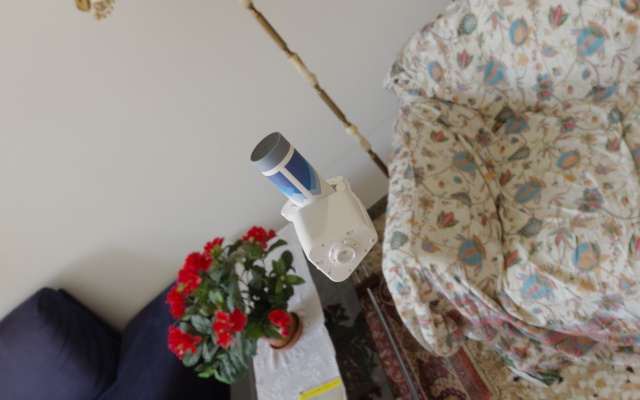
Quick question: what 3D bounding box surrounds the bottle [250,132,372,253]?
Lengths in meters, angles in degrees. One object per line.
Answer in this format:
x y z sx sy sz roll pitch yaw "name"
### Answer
0.000 0.003 0.843 0.069 0.069 0.296 0 -37 50 "bottle"
